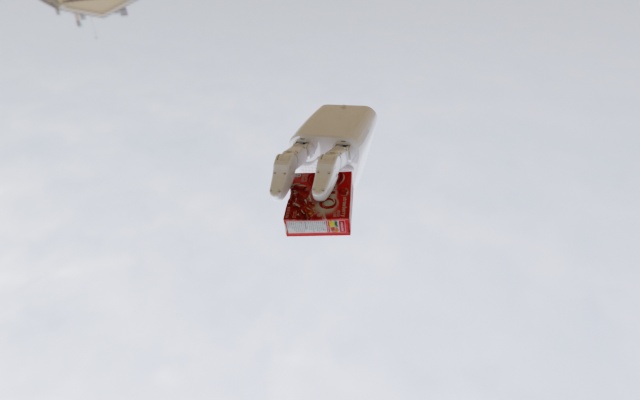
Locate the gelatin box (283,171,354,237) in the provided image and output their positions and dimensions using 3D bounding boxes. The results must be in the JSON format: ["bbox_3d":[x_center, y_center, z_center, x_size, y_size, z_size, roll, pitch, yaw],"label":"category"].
[{"bbox_3d":[0.000,0.002,0.553,0.073,0.030,0.089,-1,40,8],"label":"gelatin box"}]
